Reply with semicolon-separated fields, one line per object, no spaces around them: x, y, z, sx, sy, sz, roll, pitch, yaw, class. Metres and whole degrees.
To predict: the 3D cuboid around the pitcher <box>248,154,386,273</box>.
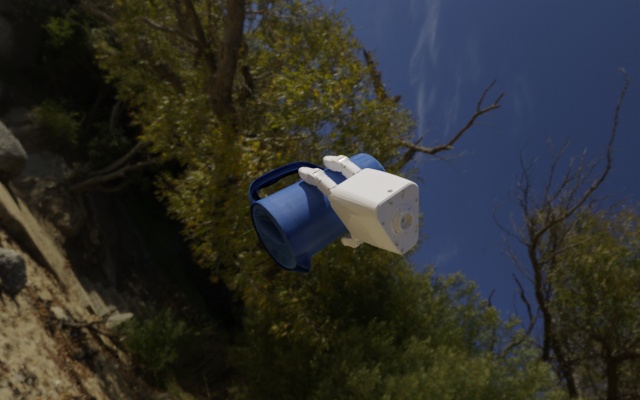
0.000;0.003;0.855;0.243;0.149;0.145;-30;27;-26;pitcher
